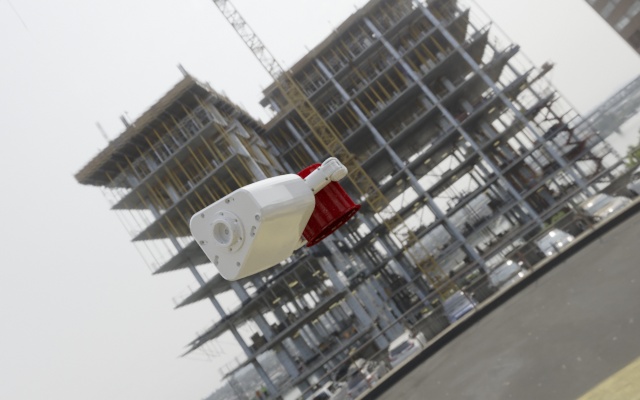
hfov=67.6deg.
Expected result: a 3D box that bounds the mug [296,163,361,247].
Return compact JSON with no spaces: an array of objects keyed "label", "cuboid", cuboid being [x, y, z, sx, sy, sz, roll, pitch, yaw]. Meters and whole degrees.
[{"label":"mug","cuboid":[0.001,0.002,0.663,0.093,0.081,0.117,-43,-12,27]}]
